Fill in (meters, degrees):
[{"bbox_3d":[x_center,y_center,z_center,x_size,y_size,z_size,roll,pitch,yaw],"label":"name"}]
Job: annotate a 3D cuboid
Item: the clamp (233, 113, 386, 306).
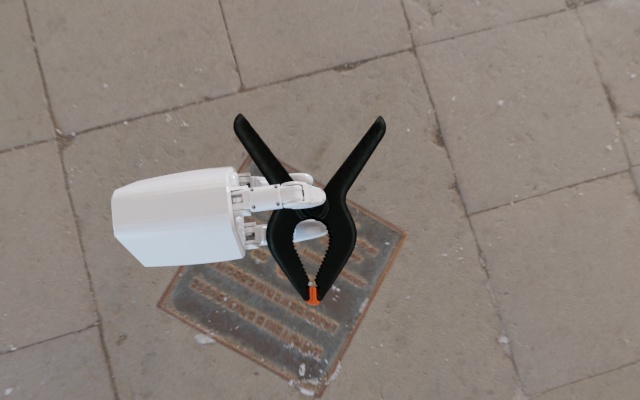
[{"bbox_3d":[0.000,0.002,0.505,0.164,0.210,0.036,-7,-8,-5],"label":"clamp"}]
